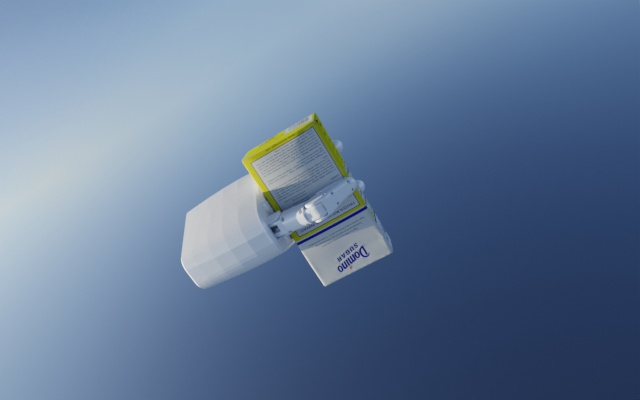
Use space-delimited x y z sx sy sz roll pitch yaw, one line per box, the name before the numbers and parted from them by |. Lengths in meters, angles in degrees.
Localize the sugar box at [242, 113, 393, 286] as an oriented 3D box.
sugar box | 0.000 0.002 0.539 0.093 0.176 0.048 -28 19 11
